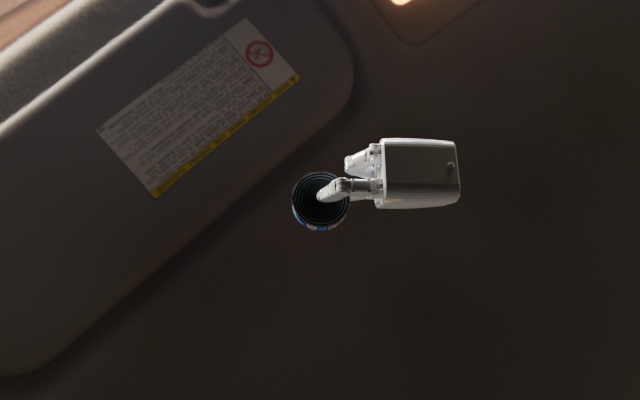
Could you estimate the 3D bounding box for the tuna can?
[{"bbox_3d":[0.000,0.003,0.714,0.086,0.086,0.034,0,-19,-3],"label":"tuna can"}]
